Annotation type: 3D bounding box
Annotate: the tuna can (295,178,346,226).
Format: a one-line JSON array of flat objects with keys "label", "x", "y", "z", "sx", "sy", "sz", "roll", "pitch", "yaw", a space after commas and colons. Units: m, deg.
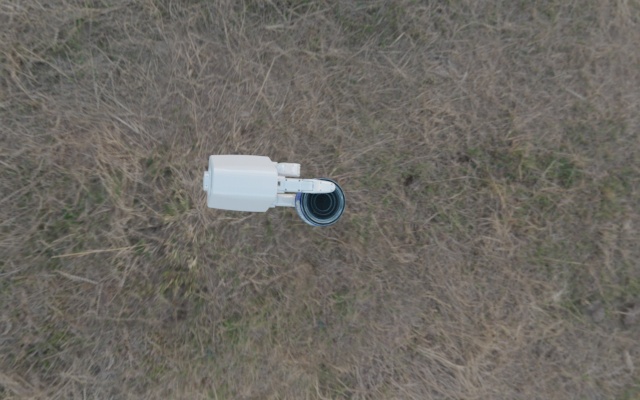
[{"label": "tuna can", "x": 0.000, "y": 0.003, "z": 0.838, "sx": 0.086, "sy": 0.086, "sz": 0.034, "roll": 0, "pitch": -1, "yaw": -20}]
